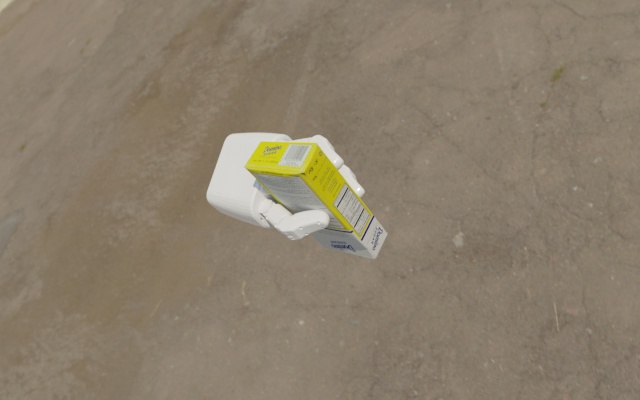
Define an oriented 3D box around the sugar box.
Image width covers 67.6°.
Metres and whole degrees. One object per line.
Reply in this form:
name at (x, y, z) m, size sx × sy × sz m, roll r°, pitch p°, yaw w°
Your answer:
sugar box at (0.000, 0.001, 0.567) m, size 0.093 × 0.048 × 0.176 m, roll 9°, pitch -27°, yaw 42°
